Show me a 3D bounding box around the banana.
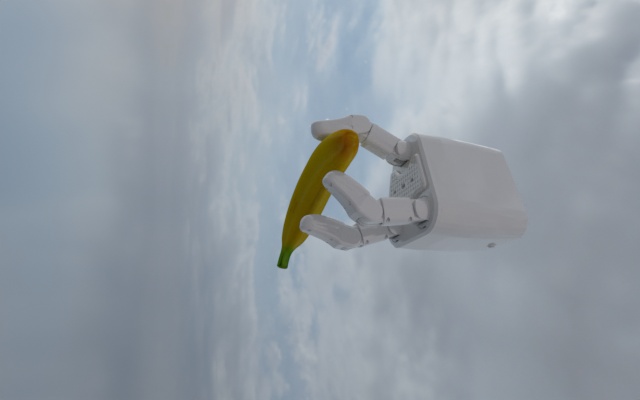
[{"bbox_3d":[-0.002,-0.010,0.489,0.037,0.069,0.198,11,-46,-16],"label":"banana"}]
